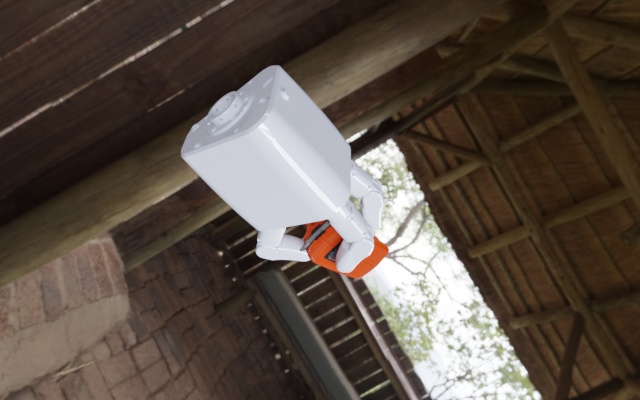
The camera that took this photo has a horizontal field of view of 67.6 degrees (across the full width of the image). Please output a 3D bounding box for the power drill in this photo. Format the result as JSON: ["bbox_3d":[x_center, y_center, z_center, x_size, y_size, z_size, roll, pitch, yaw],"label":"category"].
[{"bbox_3d":[0.000,0.002,0.556,0.184,0.057,0.187,28,20,-49],"label":"power drill"}]
